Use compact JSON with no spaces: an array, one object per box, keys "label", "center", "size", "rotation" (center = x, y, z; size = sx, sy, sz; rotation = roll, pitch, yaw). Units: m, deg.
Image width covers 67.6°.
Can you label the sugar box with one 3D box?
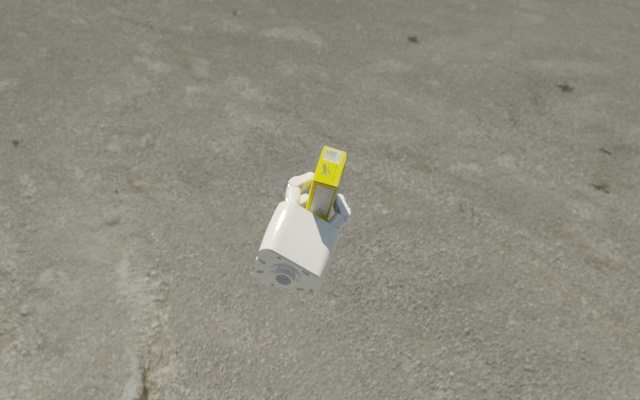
[{"label":"sugar box","center":[0.000,0.003,0.828],"size":[0.048,0.093,0.176],"rotation":[18,-45,-1]}]
